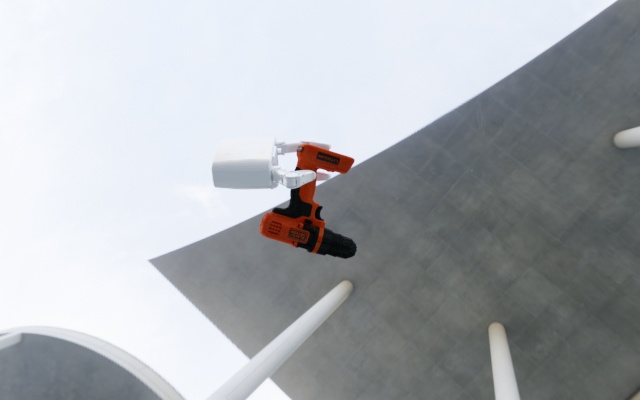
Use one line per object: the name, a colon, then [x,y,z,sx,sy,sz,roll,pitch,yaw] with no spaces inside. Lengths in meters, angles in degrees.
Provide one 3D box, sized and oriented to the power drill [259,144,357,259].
power drill: [0.000,0.002,0.867,0.184,0.187,0.057,17,0,-13]
